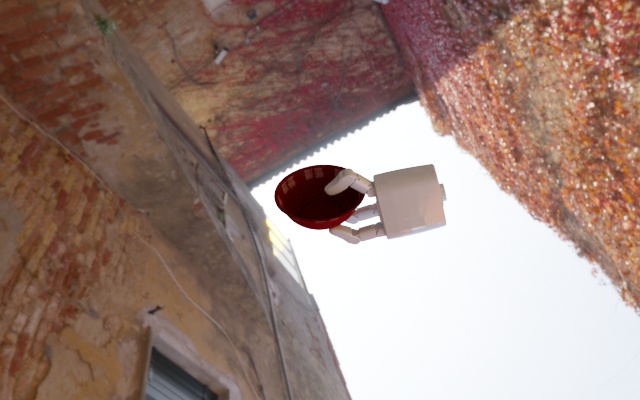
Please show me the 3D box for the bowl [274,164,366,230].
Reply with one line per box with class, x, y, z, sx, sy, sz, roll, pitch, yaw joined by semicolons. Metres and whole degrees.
bowl;-0.001;0.003;0.847;0.162;0.055;0.162;-3;39;3
